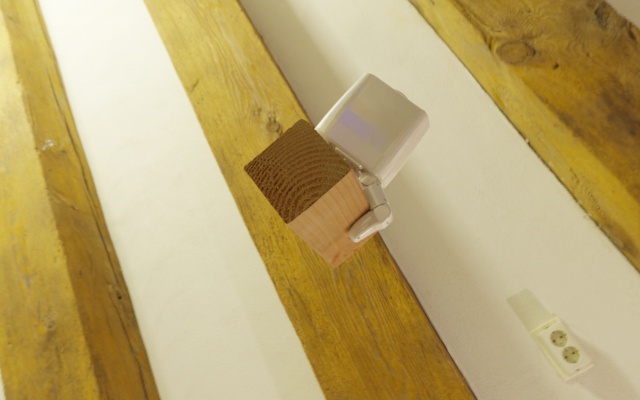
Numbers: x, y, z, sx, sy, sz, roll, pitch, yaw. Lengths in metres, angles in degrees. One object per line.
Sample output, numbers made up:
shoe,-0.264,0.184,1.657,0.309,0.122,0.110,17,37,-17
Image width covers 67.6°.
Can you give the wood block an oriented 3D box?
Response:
wood block,0.001,0.002,0.594,0.090,0.090,0.206,-40,-26,-1
